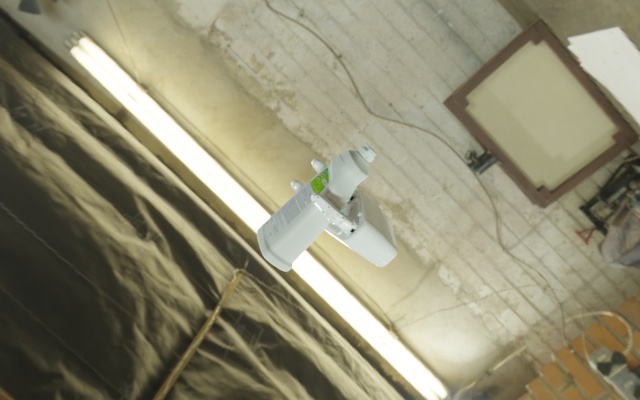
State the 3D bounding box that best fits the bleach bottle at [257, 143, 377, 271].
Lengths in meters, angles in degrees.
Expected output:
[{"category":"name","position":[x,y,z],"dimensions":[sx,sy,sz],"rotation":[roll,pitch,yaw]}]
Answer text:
[{"category":"bleach bottle","position":[0.000,0.003,0.820],"dimensions":[0.068,0.251,0.102],"rotation":[39,13,-32]}]
